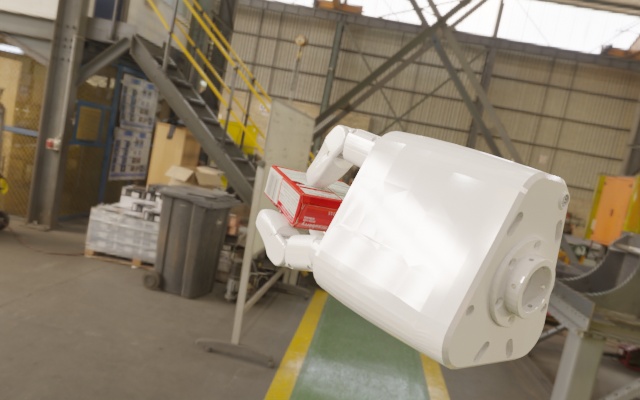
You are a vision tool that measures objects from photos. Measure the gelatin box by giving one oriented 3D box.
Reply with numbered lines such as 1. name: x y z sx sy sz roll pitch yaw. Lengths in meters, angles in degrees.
1. gelatin box: 0.000 0.001 0.402 0.073 0.030 0.089 11 14 -25
